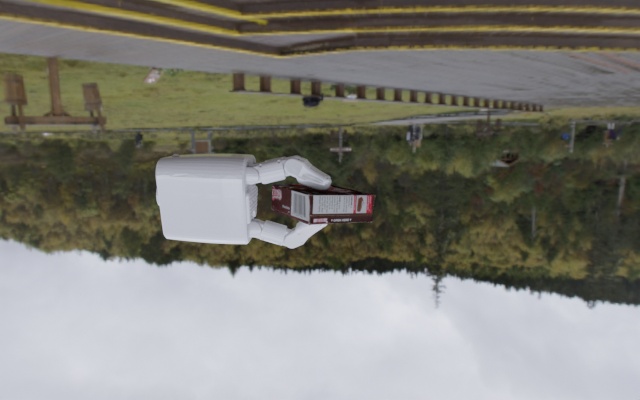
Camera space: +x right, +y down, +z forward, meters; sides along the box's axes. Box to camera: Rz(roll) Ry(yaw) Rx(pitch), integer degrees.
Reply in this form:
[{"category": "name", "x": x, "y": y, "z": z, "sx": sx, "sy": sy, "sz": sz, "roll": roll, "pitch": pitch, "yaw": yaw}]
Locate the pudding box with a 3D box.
[{"category": "pudding box", "x": 0.000, "y": 0.002, "z": 0.595, "sx": 0.090, "sy": 0.039, "sz": 0.113, "roll": -1, "pitch": 10, "yaw": -28}]
